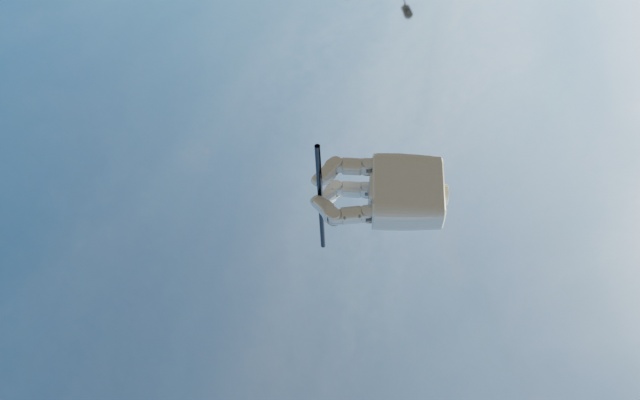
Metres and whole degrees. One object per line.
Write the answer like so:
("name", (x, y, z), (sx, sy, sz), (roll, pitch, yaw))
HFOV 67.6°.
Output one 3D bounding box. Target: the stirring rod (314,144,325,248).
("stirring rod", (0.000, 0.002, 0.739), (0.011, 0.011, 0.240), (0, -39, 3))
